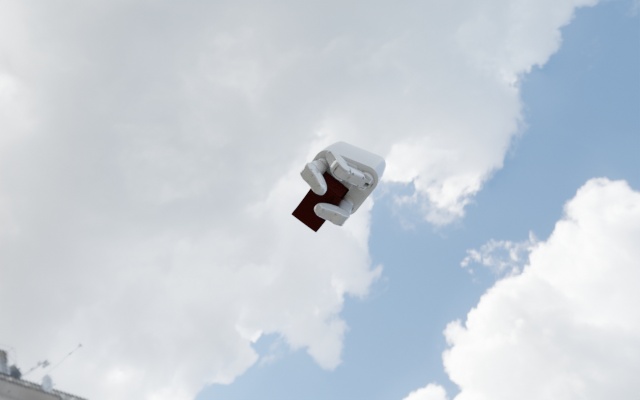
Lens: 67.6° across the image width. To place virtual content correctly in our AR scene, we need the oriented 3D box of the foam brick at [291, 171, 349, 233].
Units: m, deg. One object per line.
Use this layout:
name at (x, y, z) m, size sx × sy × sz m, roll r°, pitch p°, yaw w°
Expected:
foam brick at (0.000, 0.003, 0.777) m, size 0.053 × 0.078 × 0.051 m, roll 38°, pitch 25°, yaw 2°
